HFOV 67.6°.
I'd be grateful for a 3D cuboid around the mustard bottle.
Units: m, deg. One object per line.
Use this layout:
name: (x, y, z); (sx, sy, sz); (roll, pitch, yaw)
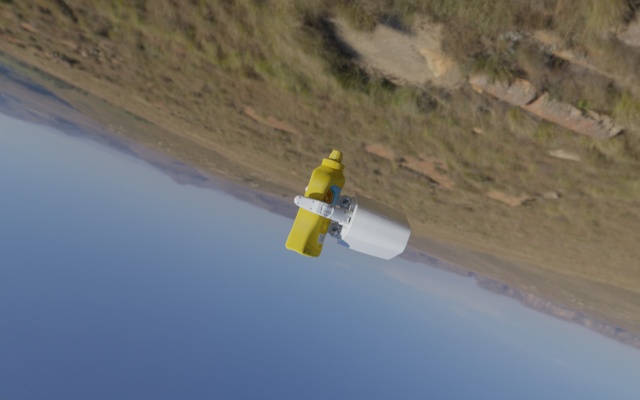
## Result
mustard bottle: (0.000, 0.003, 0.848); (0.058, 0.191, 0.096); (20, -1, 21)
